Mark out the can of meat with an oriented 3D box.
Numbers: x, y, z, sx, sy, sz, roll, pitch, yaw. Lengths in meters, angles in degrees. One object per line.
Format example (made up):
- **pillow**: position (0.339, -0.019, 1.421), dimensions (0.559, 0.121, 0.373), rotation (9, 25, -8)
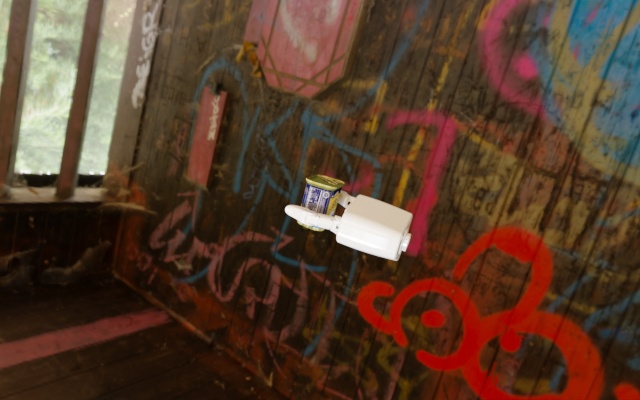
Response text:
- **can of meat**: position (0.000, 0.003, 0.876), dimensions (0.057, 0.084, 0.102), rotation (18, 12, 12)
